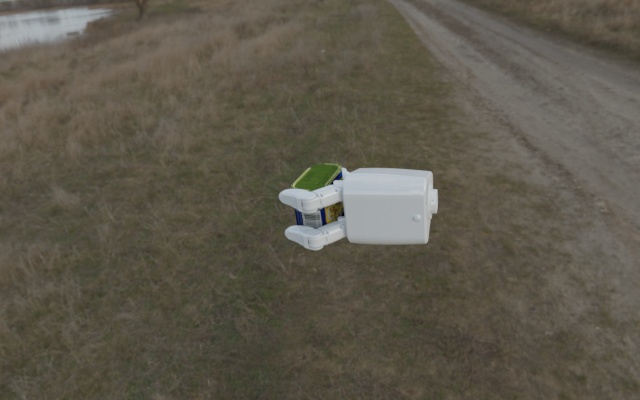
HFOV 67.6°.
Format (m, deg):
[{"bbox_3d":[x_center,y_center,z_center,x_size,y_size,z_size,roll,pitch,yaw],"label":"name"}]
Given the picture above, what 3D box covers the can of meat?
[{"bbox_3d":[0.000,0.002,0.687,0.057,0.084,0.102,3,28,21],"label":"can of meat"}]
